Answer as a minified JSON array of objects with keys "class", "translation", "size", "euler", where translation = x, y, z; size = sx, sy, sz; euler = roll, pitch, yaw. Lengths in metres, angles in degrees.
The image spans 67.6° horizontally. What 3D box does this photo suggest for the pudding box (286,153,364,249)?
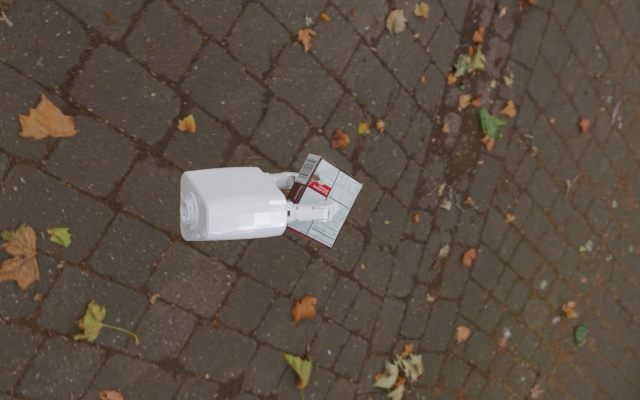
[{"class":"pudding box","translation":[0.000,0.002,0.692],"size":[0.090,0.113,0.039],"euler":[30,-4,-34]}]
